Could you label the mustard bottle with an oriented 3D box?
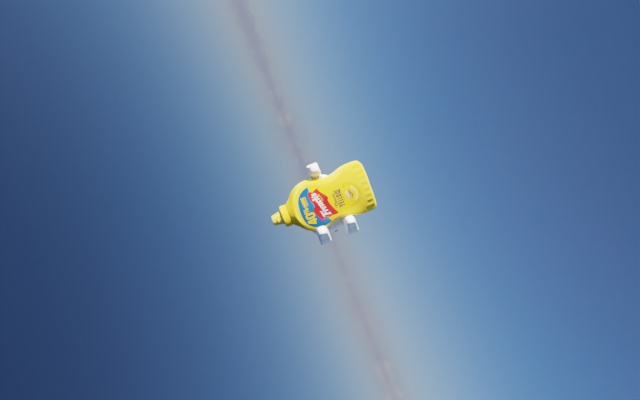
[{"bbox_3d":[0.000,0.003,0.890,0.191,0.096,0.058,-21,15,-1],"label":"mustard bottle"}]
